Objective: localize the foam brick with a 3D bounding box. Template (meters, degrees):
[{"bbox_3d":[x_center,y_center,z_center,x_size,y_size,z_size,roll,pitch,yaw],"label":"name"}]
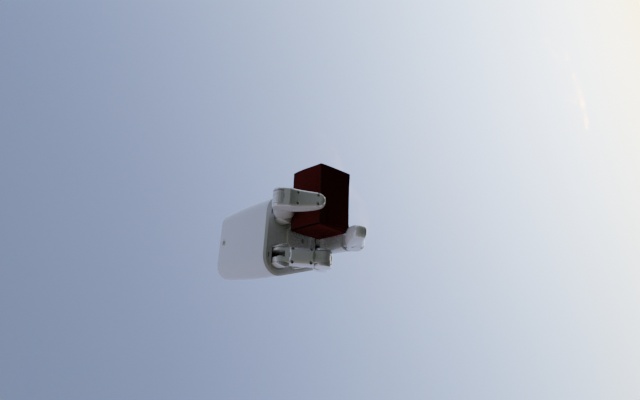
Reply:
[{"bbox_3d":[0.000,0.002,0.588,0.053,0.078,0.051,21,-26,-40],"label":"foam brick"}]
